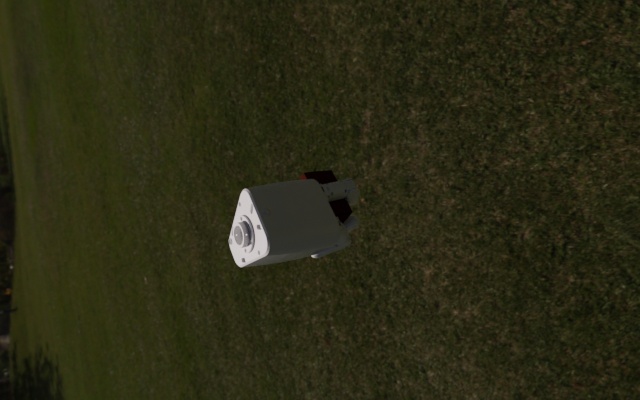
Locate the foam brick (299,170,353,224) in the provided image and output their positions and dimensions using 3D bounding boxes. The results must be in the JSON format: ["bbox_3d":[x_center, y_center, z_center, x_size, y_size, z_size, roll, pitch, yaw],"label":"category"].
[{"bbox_3d":[0.000,0.002,0.690,0.051,0.078,0.053,-8,-30,-35],"label":"foam brick"}]
